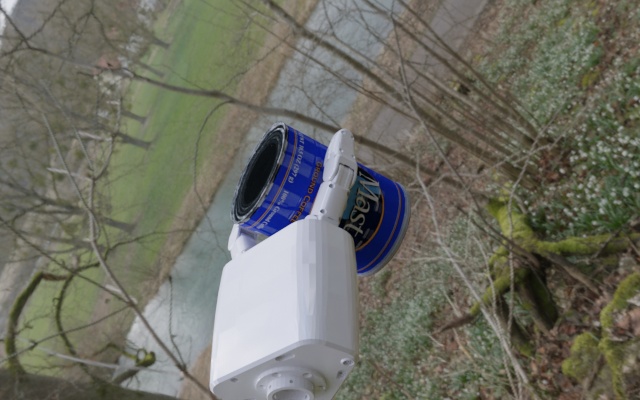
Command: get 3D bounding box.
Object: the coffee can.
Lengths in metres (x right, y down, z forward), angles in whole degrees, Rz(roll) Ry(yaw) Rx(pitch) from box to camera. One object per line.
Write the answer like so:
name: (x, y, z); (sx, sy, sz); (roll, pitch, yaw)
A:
coffee can: (0.000, 0.001, 0.459); (0.140, 0.103, 0.103); (25, -11, -23)
